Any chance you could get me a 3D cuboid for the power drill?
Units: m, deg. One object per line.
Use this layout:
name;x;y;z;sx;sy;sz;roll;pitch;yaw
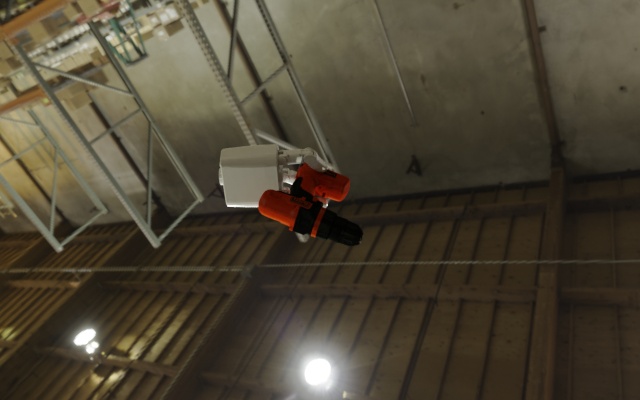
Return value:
power drill;0.000;0.003;0.858;0.184;0.057;0.187;23;26;4
